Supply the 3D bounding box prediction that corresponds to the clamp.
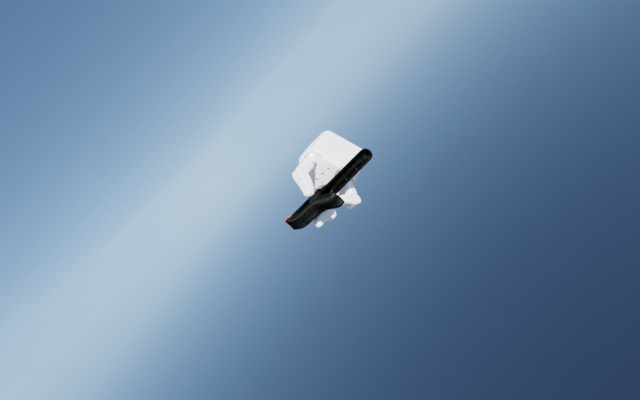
[{"bbox_3d":[-0.001,0.002,0.858,0.210,0.036,0.164,-40,10,34],"label":"clamp"}]
